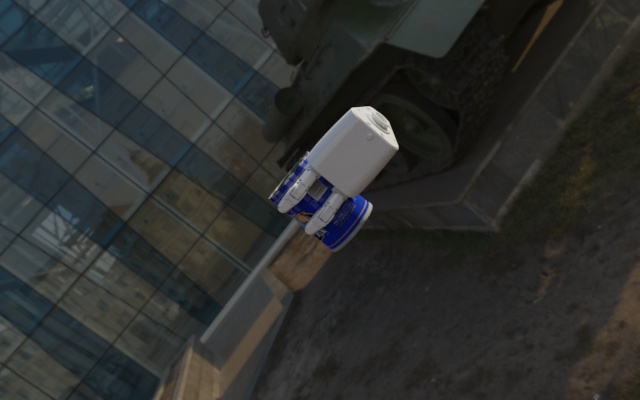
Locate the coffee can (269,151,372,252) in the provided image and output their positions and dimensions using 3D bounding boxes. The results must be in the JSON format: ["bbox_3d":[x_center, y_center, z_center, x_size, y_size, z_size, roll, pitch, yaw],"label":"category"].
[{"bbox_3d":[0.000,0.003,0.791,0.140,0.103,0.103,39,-6,-7],"label":"coffee can"}]
